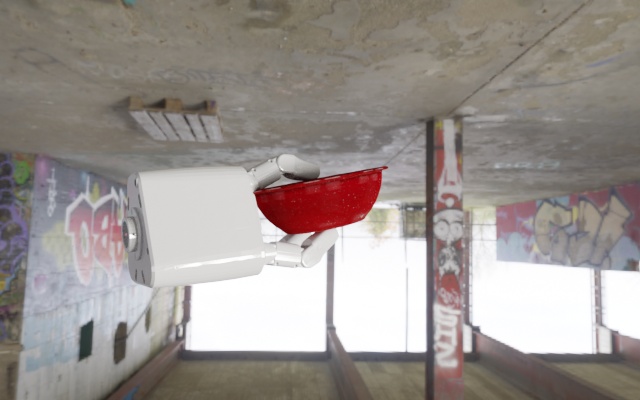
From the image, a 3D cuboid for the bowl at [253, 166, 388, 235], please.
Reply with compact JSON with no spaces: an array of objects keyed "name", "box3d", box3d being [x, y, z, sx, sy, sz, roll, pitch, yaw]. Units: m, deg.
[{"name":"bowl","box3d":[0.001,0.002,0.537,0.162,0.055,0.162,-11,3,1]}]
